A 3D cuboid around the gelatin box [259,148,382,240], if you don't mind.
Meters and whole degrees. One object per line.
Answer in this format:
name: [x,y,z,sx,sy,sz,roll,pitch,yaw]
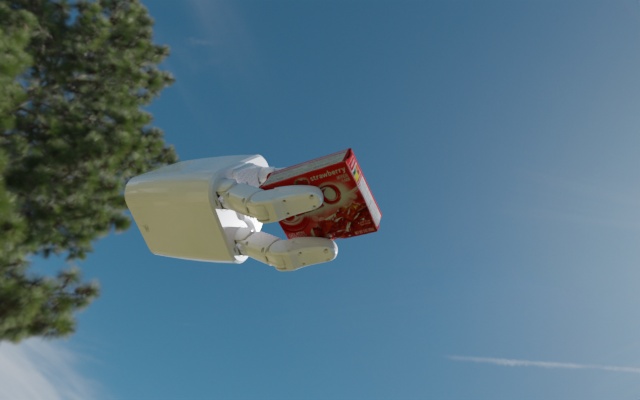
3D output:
gelatin box: [0.000,0.001,0.428,0.089,0.073,0.030,-15,27,25]
